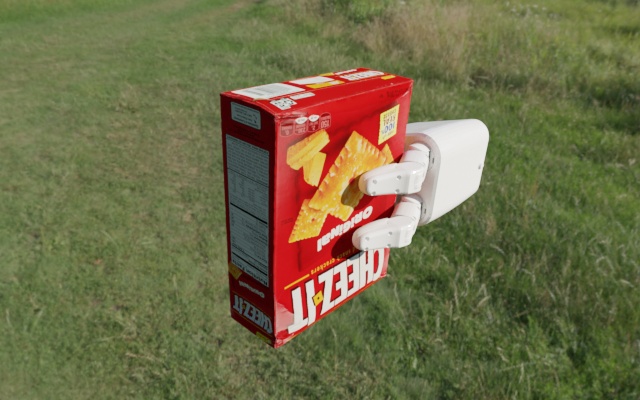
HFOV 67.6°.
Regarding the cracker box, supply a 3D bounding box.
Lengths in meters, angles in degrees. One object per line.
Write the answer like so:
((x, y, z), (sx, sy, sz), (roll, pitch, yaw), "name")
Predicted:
((0.000, 0.001, 0.430), (0.072, 0.214, 0.164), (25, 34, 38), "cracker box")
